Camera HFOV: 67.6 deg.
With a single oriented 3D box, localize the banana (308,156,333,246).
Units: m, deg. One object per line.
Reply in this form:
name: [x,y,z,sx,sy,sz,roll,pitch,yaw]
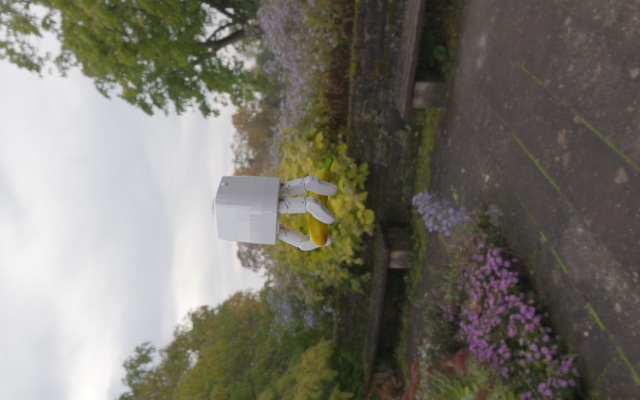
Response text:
banana: [-0.002,0.011,0.877,0.037,0.197,0.070,8,-37,-5]
